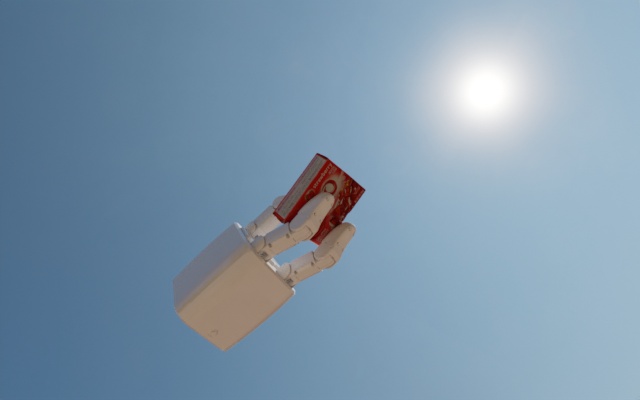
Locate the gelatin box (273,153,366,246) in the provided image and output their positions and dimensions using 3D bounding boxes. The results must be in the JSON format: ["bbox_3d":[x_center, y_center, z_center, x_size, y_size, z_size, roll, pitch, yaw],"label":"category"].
[{"bbox_3d":[0.000,0.001,0.553,0.073,0.089,0.030,36,-1,-38],"label":"gelatin box"}]
